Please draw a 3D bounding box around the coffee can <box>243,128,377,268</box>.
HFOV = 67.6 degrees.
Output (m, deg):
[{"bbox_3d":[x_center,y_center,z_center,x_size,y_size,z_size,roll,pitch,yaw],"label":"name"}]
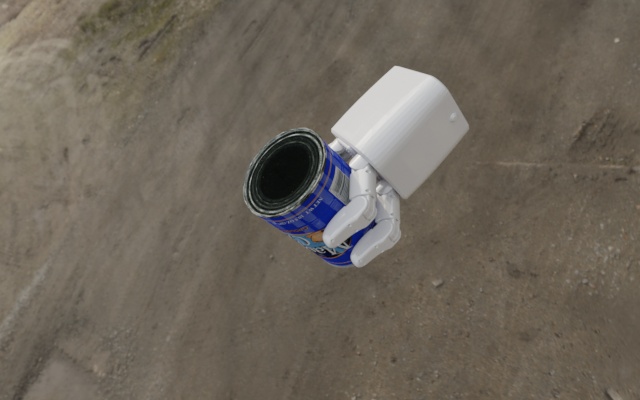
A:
[{"bbox_3d":[0.000,0.002,0.523,0.103,0.102,0.140,0,-26,38],"label":"coffee can"}]
